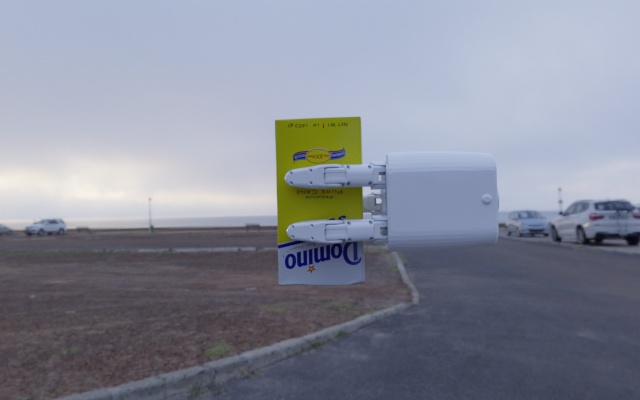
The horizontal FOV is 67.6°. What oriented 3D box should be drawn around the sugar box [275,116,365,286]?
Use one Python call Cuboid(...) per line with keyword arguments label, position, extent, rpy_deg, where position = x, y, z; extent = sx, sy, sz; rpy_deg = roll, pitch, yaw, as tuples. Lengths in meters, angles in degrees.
Cuboid(label="sugar box", position=(0.000, 0.002, 0.514), extent=(0.093, 0.176, 0.048), rpy_deg=(-2, -1, 5))
